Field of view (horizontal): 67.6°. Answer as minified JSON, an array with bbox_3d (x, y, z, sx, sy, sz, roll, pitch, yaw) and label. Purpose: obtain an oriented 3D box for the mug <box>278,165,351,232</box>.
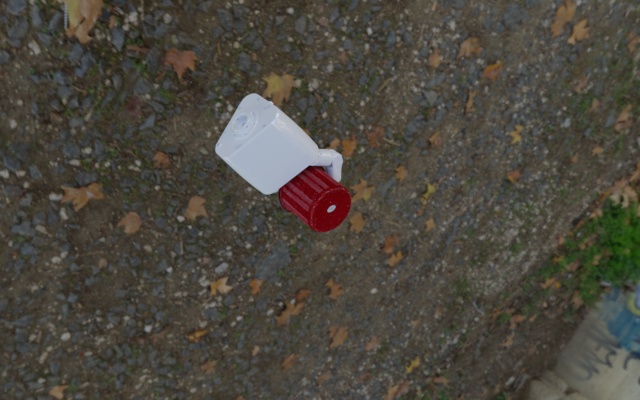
[{"bbox_3d":[0.001,0.003,0.759,0.081,0.093,0.117,39,-2,42],"label":"mug"}]
